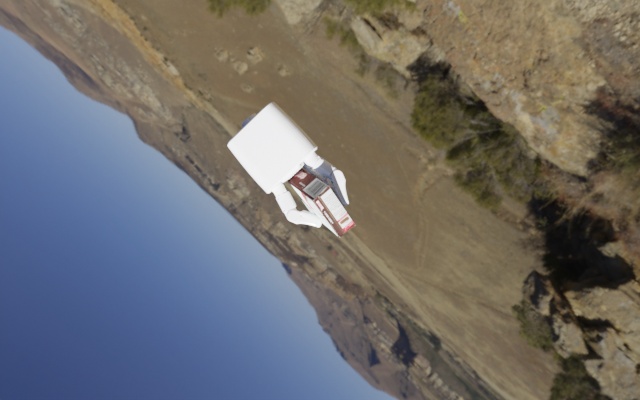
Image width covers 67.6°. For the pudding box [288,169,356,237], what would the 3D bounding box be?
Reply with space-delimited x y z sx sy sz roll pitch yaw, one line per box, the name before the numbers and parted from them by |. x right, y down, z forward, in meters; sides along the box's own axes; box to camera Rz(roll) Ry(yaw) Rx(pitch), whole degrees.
pudding box | 0.000 0.003 0.795 0.039 0.090 0.113 -40 30 -6
